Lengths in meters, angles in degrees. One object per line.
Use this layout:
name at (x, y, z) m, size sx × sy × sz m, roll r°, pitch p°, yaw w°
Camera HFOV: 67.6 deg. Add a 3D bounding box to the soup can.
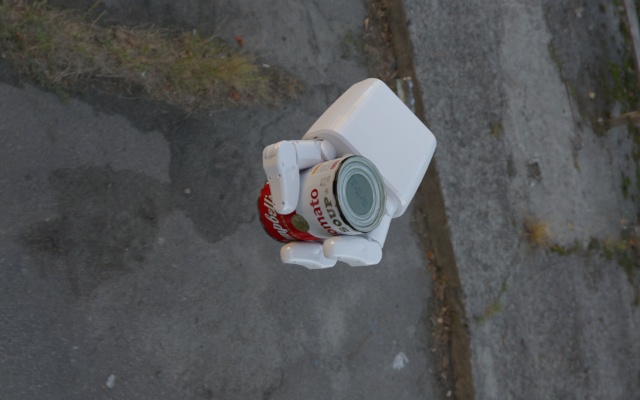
soup can at (0.000, 0.002, 0.430) m, size 0.102 × 0.068 × 0.068 m, roll -11°, pitch -8°, yaw 44°
